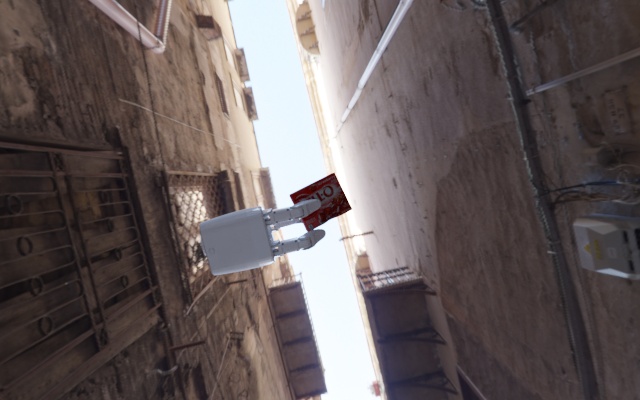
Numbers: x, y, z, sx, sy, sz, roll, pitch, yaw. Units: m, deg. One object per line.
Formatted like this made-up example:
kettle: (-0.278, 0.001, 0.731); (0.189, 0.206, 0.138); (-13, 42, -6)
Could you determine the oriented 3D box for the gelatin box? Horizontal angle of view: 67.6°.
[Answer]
gelatin box: (0.000, 0.003, 0.831); (0.089, 0.073, 0.030); (-27, 4, -5)
